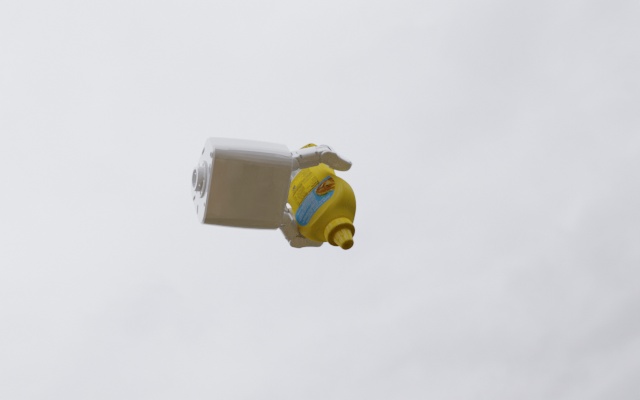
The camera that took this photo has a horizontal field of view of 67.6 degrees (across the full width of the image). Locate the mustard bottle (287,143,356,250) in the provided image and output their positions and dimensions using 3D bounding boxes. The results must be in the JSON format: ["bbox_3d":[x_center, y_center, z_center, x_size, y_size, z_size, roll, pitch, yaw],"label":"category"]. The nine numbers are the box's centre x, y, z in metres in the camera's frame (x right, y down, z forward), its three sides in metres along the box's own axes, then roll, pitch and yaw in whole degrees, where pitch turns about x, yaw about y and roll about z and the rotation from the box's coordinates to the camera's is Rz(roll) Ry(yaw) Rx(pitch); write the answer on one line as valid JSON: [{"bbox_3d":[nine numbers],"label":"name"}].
[{"bbox_3d":[0.000,0.002,0.678,0.058,0.096,0.191,31,18,-39],"label":"mustard bottle"}]
